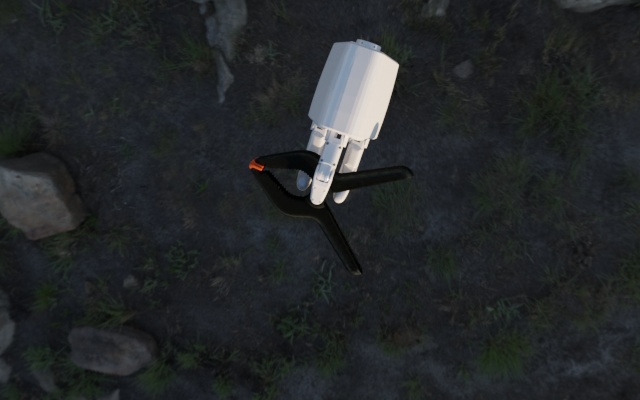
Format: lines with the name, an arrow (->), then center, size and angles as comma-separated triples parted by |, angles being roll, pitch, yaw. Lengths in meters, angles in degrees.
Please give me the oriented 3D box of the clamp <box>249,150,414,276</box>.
clamp -> 0.000, 0.002, 0.645 | 0.210, 0.164, 0.036 | 19, 12, 1
